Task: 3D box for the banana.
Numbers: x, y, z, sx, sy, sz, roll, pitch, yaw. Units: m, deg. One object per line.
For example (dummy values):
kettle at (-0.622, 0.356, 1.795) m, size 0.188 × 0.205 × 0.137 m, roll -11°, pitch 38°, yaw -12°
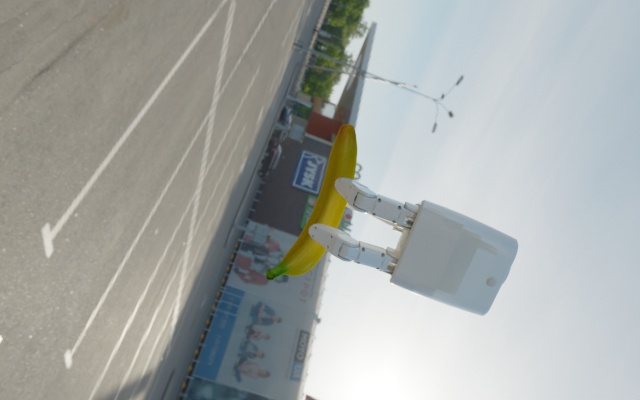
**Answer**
banana at (0.004, 0.010, 0.558) m, size 0.037 × 0.198 × 0.070 m, roll 23°, pitch -7°, yaw 22°
